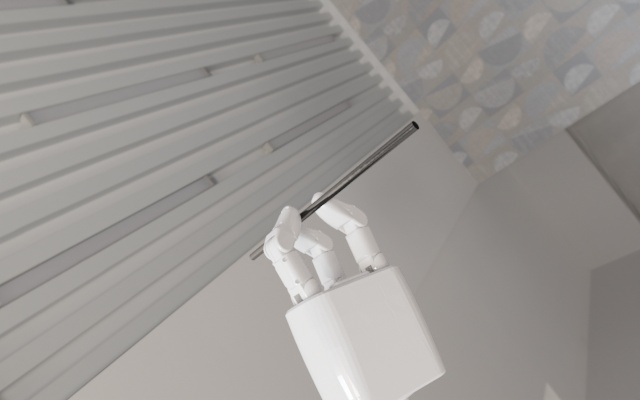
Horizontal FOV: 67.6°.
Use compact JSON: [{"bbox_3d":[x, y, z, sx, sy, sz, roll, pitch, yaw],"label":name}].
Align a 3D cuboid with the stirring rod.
[{"bbox_3d":[0.000,0.001,0.444,0.011,0.011,0.240,0,-30,-45],"label":"stirring rod"}]
